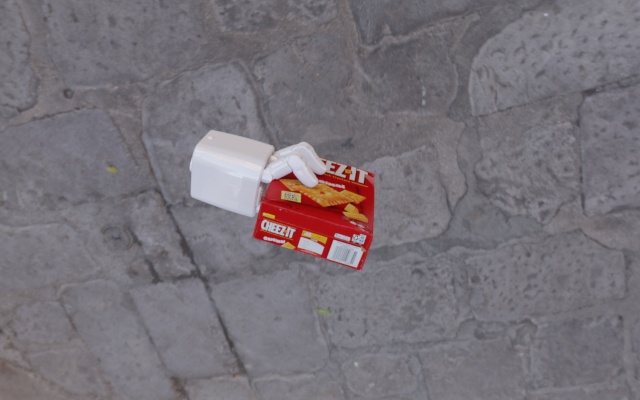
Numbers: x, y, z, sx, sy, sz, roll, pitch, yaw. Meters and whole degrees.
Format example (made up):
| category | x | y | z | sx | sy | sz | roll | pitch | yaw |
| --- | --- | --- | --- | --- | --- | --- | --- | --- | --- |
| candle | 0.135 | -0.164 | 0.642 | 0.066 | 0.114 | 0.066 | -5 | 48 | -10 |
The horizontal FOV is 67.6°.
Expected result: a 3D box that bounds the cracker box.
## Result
| category | x | y | z | sx | sy | sz | roll | pitch | yaw |
| --- | --- | --- | --- | --- | --- | --- | --- | --- | --- |
| cracker box | 0.000 | 0.003 | 0.750 | 0.164 | 0.072 | 0.213 | 17 | 28 | -2 |
